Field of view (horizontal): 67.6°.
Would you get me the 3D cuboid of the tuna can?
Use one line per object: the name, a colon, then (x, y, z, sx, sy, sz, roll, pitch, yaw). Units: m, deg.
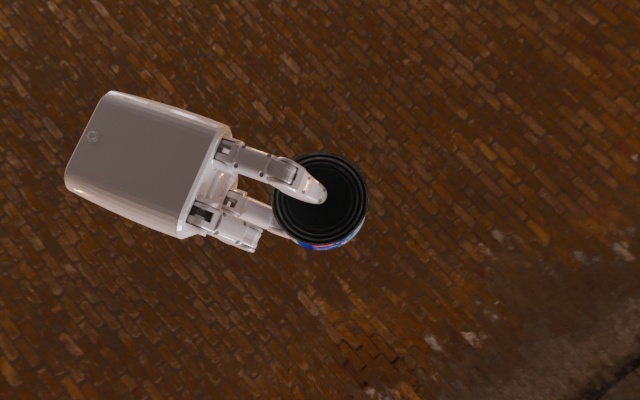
tuna can: (0.000, 0.002, 0.433, 0.086, 0.086, 0.034, 0, -16, 3)
